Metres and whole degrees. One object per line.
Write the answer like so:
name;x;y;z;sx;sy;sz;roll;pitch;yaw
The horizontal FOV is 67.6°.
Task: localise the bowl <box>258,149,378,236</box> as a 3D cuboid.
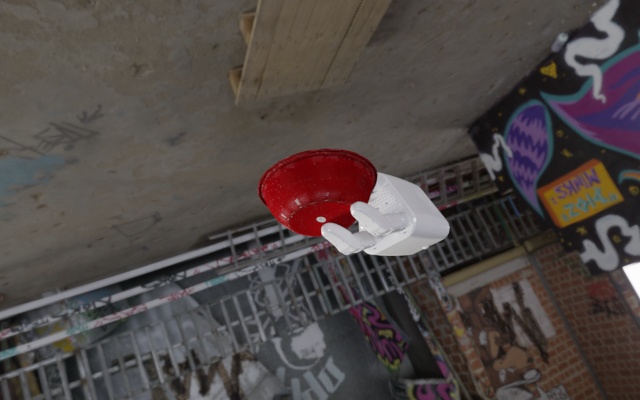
bowl;-0.001;0.002;0.627;0.162;0.055;0.162;-6;-32;-4
